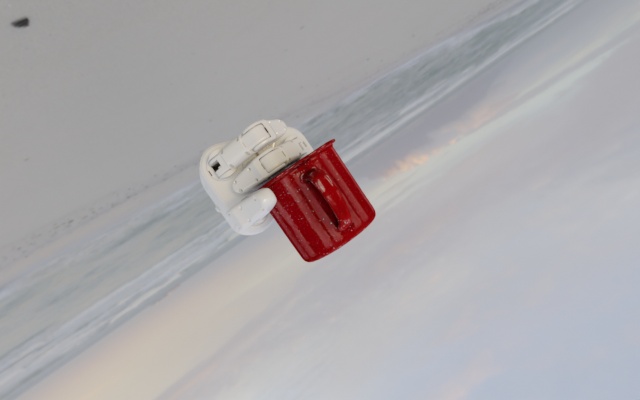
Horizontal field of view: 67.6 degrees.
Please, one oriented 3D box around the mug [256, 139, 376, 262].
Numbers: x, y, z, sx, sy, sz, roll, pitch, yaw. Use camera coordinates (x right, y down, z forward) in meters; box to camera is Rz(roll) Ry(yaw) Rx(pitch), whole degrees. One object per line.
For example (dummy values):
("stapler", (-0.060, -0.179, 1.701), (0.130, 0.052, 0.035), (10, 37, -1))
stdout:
("mug", (0.001, 0.001, 0.428), (0.093, 0.081, 0.117), (-35, 3, -15))
